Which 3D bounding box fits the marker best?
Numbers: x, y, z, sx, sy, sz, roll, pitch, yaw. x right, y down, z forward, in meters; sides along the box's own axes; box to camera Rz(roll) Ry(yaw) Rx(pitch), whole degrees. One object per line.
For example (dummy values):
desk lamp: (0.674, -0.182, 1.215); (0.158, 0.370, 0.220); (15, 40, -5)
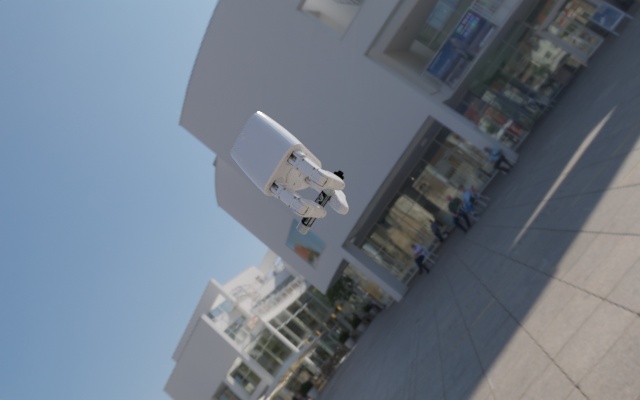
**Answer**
marker: (0.000, 0.003, 0.768); (0.020, 0.121, 0.020); (31, 17, -10)
